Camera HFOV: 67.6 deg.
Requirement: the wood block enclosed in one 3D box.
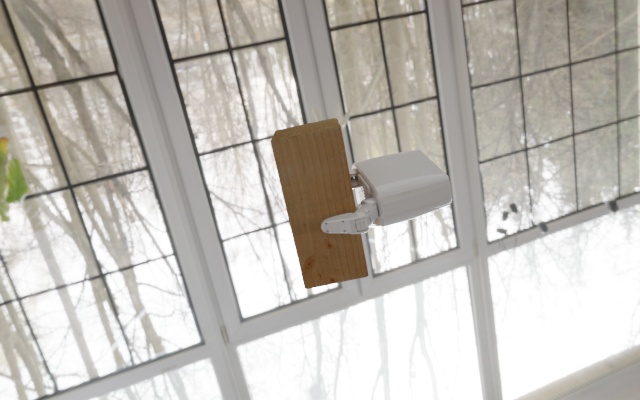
[{"bbox_3d":[0.001,0.002,0.652,0.090,0.206,0.090,-12,16,1],"label":"wood block"}]
